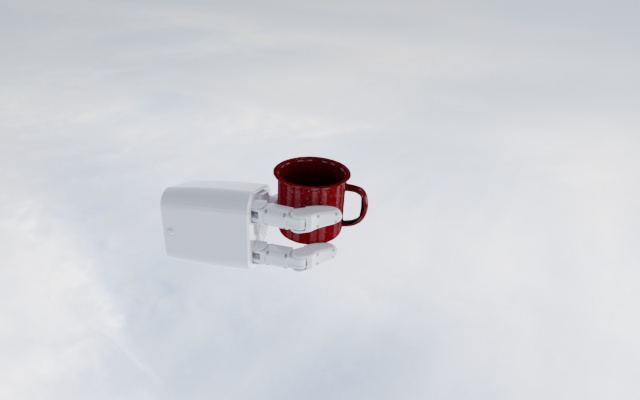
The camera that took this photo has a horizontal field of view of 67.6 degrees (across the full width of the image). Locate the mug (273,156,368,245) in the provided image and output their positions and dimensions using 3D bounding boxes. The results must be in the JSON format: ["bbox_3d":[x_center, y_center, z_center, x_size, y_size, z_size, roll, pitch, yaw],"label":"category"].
[{"bbox_3d":[0.002,0.002,0.586,0.117,0.081,0.093,7,28,7],"label":"mug"}]
